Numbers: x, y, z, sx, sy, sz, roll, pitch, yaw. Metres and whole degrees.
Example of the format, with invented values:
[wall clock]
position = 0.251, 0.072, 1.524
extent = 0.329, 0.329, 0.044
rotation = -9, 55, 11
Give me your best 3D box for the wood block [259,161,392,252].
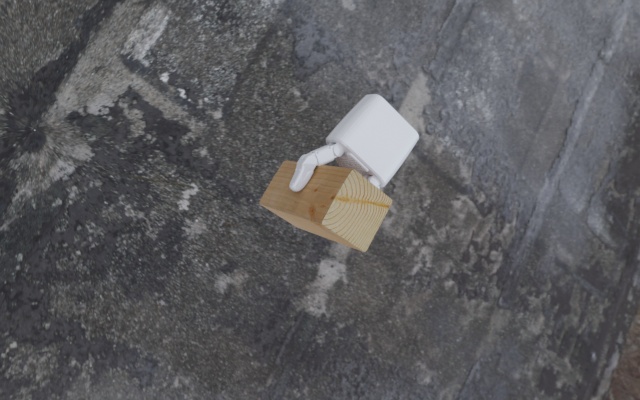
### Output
[wood block]
position = 0.000, 0.002, 0.747
extent = 0.091, 0.090, 0.206
rotation = 36, -12, -30
